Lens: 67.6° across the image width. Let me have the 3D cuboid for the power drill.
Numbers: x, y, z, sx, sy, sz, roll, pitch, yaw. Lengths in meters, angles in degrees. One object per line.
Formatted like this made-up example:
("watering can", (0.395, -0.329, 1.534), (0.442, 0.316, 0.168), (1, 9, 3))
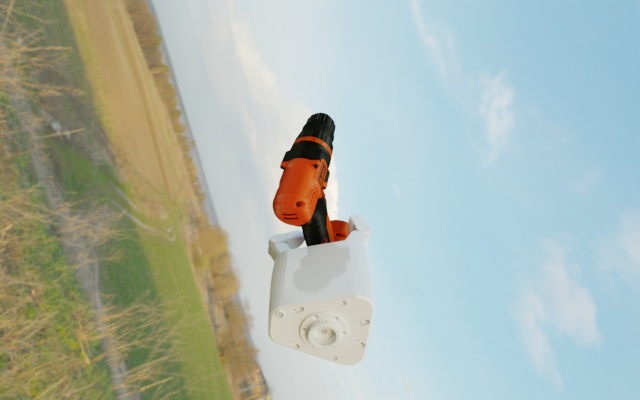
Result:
("power drill", (0.000, 0.003, 0.624), (0.057, 0.188, 0.184), (-1, 44, 20))
